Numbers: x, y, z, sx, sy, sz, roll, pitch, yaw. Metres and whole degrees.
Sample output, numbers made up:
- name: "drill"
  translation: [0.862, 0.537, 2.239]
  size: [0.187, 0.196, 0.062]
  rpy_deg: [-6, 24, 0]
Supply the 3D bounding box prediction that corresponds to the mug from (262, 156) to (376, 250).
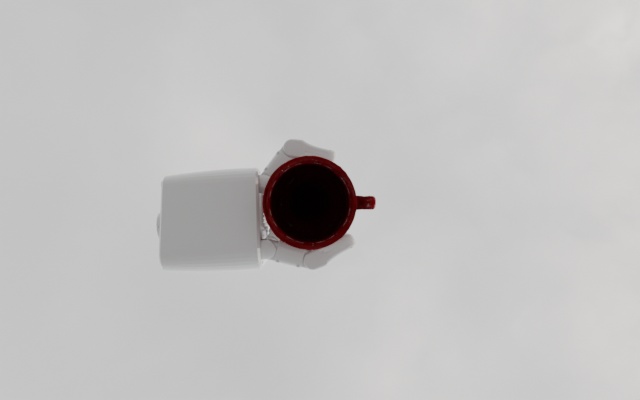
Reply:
- name: "mug"
  translation: [0.002, 0.002, 0.509]
  size: [0.117, 0.093, 0.081]
  rpy_deg: [-3, 0, -2]
